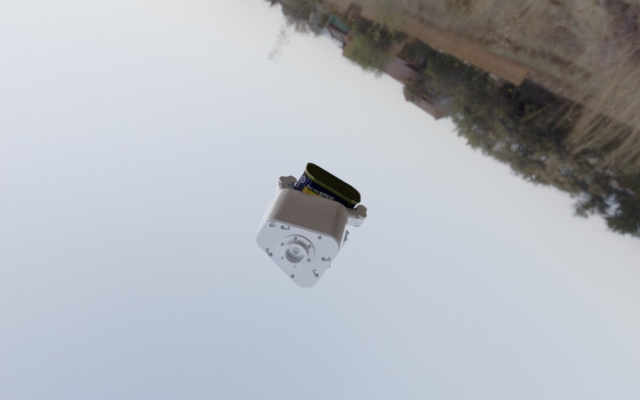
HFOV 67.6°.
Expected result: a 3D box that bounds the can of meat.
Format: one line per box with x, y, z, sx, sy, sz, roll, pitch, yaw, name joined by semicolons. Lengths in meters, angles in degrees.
0.000;0.003;0.767;0.102;0.084;0.057;30;23;-9;can of meat
